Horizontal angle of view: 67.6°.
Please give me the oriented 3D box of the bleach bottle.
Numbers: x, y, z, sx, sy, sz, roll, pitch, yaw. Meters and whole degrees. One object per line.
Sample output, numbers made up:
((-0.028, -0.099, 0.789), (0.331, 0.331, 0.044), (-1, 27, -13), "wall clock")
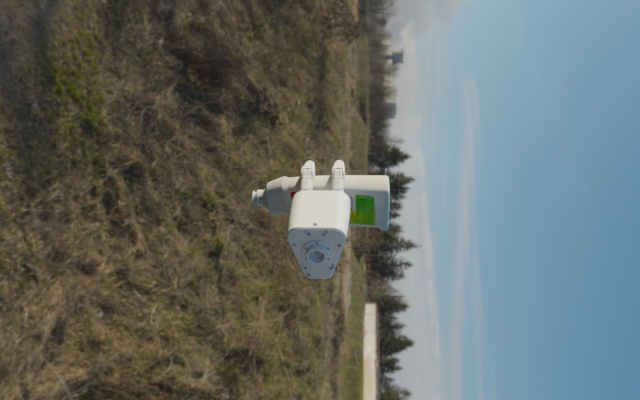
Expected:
((0.000, 0.003, 0.888), (0.251, 0.103, 0.068), (0, 33, 5), "bleach bottle")
